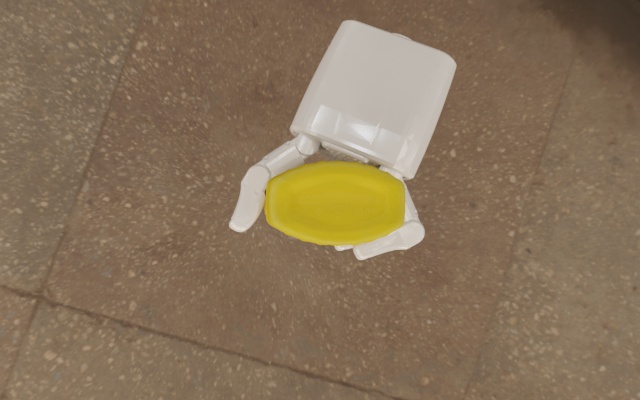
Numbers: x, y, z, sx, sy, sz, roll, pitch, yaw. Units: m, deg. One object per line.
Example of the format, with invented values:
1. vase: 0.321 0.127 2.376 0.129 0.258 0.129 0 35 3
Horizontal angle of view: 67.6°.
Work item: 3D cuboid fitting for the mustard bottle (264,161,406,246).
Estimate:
1. mustard bottle: 0.000 0.002 0.409 0.096 0.058 0.191 -1 0 -8
